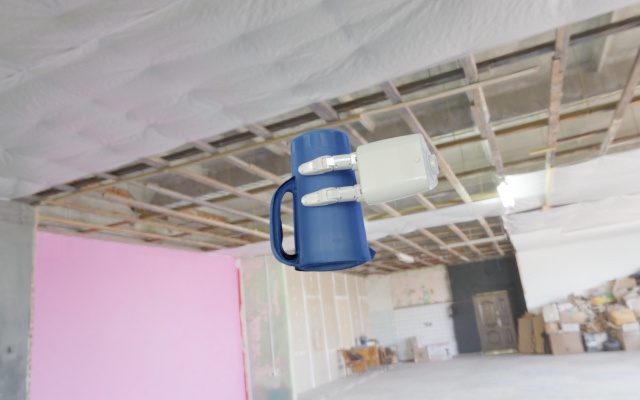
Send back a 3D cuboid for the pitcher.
[{"bbox_3d":[0.000,0.003,0.839,0.145,0.242,0.149,-13,-15,23],"label":"pitcher"}]
